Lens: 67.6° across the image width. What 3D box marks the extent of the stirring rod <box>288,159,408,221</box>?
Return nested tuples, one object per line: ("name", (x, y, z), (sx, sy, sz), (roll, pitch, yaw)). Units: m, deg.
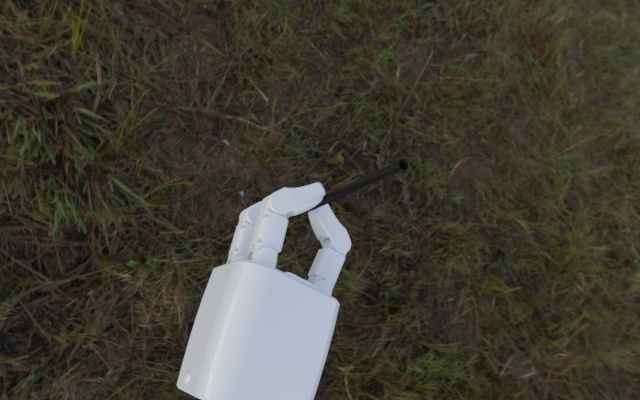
("stirring rod", (0.000, 0.002, 0.434), (0.011, 0.011, 0.239), (0, -13, -29))
